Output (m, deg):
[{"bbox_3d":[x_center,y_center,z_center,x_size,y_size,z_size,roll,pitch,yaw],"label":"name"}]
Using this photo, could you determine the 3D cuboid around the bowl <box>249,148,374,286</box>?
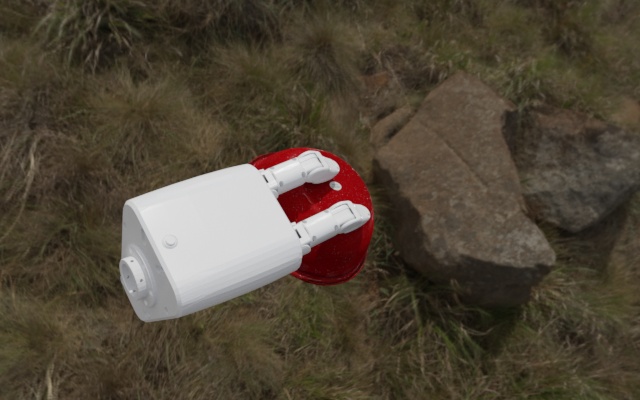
[{"bbox_3d":[0.001,0.001,0.485,0.162,0.162,0.055,0,-33,-42],"label":"bowl"}]
